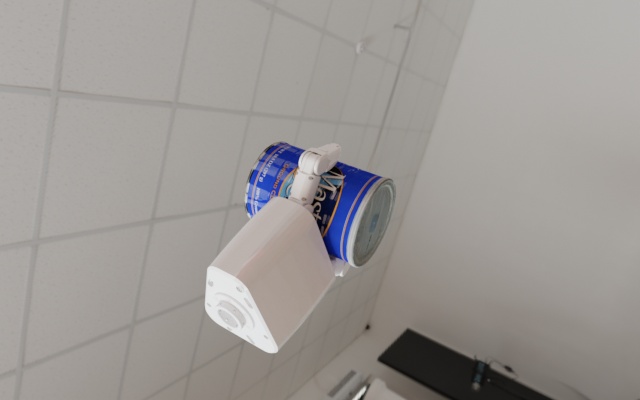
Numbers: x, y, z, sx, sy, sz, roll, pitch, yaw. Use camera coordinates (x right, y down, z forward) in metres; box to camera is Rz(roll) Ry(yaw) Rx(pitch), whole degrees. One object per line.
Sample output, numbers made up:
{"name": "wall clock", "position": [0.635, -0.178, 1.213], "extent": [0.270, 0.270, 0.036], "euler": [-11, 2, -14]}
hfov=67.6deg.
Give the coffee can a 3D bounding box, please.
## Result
{"name": "coffee can", "position": [0.000, 0.002, 0.543], "extent": [0.140, 0.103, 0.103], "euler": [22, 9, 24]}
